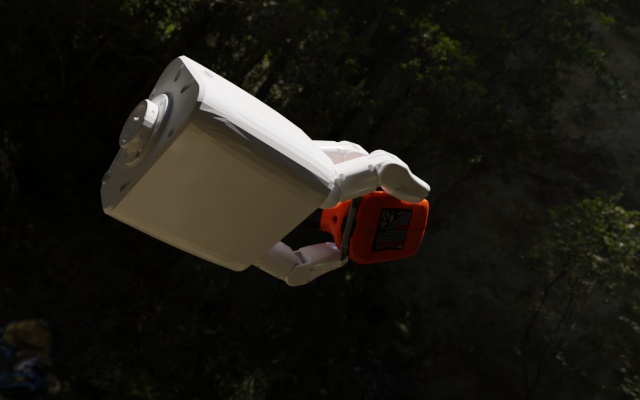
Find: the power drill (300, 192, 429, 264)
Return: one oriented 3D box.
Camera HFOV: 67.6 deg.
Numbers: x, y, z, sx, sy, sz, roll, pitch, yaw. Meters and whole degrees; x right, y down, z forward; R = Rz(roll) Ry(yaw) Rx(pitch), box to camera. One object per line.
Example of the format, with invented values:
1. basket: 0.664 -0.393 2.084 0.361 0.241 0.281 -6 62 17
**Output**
1. power drill: 0.000 0.002 0.448 0.187 0.057 0.184 17 10 36
